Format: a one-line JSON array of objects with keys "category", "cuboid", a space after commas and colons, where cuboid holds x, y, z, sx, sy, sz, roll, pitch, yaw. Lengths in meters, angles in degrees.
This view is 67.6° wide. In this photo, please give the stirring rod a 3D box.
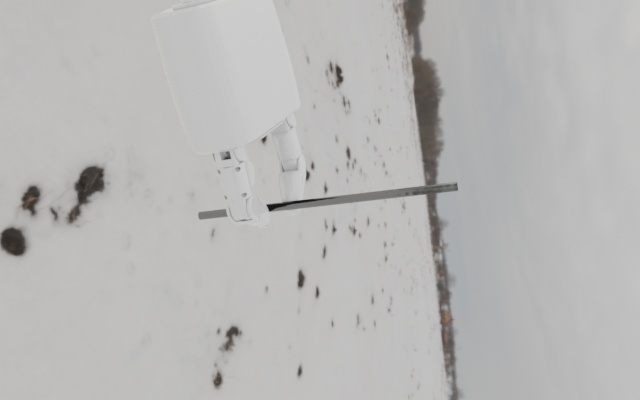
[{"category": "stirring rod", "cuboid": [0.000, 0.001, 0.433, 0.239, 0.011, 0.011, -7, -2, 13]}]
